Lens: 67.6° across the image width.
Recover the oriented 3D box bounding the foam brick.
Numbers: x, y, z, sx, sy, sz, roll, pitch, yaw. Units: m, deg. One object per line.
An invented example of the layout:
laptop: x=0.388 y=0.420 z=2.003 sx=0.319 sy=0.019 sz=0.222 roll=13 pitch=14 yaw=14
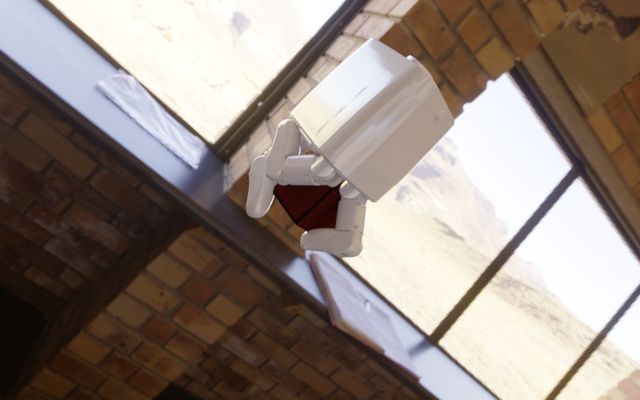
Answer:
foam brick: x=0.000 y=0.002 z=0.479 sx=0.053 sy=0.051 sz=0.078 roll=51 pitch=9 yaw=33
